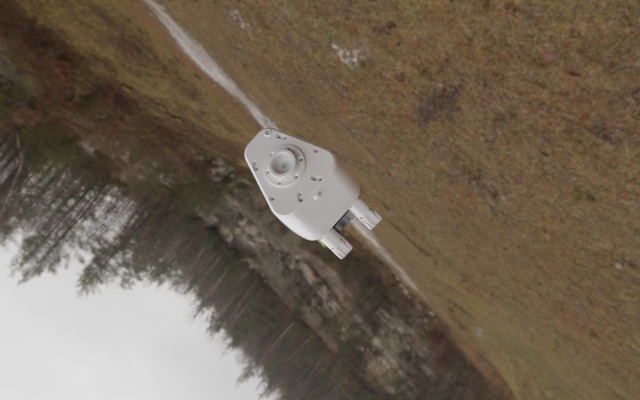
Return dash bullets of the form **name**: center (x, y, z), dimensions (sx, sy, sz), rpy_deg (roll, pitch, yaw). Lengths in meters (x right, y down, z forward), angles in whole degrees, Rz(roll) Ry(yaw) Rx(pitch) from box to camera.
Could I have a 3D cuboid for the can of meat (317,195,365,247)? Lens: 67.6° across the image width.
- **can of meat**: center (0.000, 0.002, 0.665), dimensions (0.102, 0.084, 0.057), rpy_deg (43, 0, 21)
